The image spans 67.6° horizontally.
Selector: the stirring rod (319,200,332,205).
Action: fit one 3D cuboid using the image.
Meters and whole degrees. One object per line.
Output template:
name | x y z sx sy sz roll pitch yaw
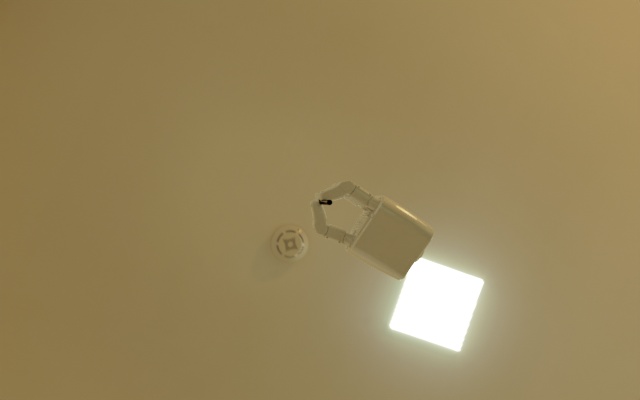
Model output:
stirring rod | 0.000 0.003 0.801 0.011 0.011 0.239 0 0 -6
